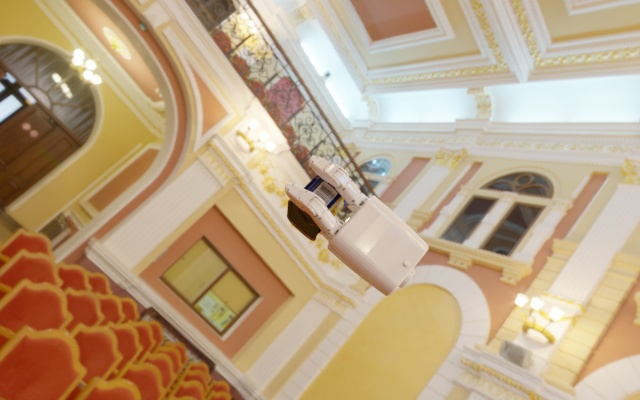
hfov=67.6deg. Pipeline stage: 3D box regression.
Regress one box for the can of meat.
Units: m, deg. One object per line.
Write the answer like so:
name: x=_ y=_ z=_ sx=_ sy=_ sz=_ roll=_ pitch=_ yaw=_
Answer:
can of meat: x=0.000 y=0.002 z=0.700 sx=0.057 sy=0.084 sz=0.102 roll=41 pitch=-19 yaw=10
